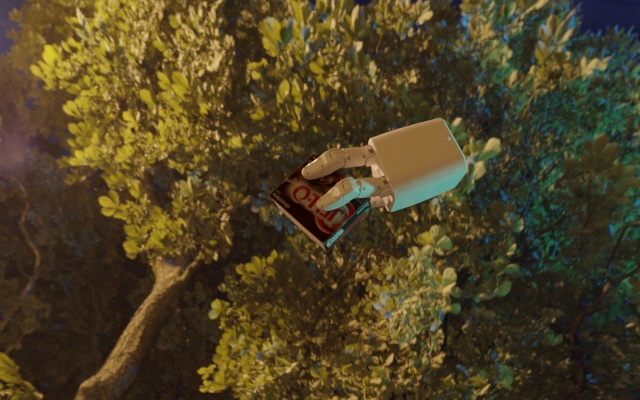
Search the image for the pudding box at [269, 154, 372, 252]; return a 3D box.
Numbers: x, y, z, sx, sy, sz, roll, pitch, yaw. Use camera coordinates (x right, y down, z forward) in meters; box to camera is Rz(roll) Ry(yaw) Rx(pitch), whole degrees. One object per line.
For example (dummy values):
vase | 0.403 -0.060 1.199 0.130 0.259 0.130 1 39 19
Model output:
pudding box | 0.000 0.002 0.657 0.113 0.090 0.039 39 -16 28
